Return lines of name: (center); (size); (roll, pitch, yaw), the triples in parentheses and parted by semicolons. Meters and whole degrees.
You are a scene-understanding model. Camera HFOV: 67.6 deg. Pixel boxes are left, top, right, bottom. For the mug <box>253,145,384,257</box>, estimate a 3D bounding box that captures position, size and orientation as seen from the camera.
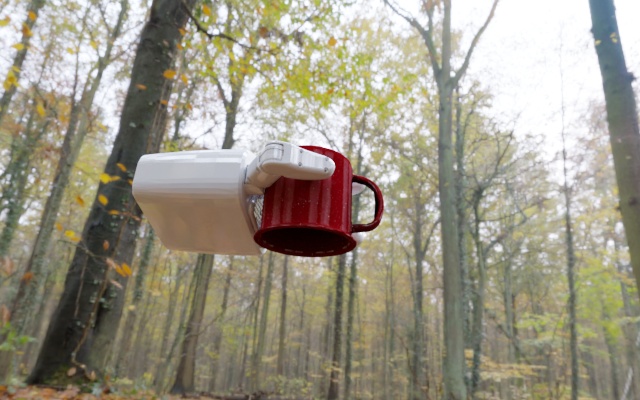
mug: (0.002, 0.001, 0.443); (0.117, 0.081, 0.093); (0, -22, 8)
